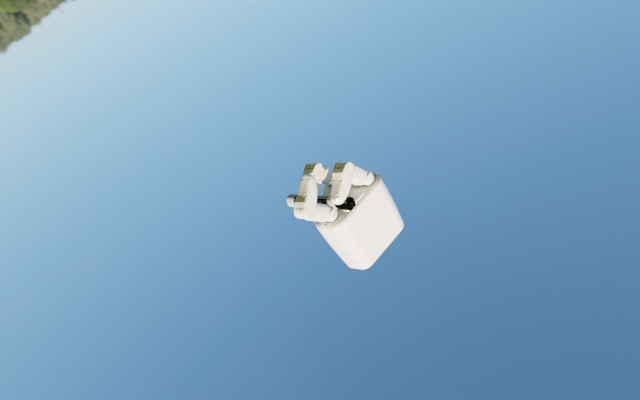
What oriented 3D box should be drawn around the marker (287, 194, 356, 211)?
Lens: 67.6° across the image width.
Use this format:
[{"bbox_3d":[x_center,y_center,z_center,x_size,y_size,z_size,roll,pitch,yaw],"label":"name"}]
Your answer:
[{"bbox_3d":[0.000,0.002,0.684,0.121,0.020,0.020,3,2,41],"label":"marker"}]
